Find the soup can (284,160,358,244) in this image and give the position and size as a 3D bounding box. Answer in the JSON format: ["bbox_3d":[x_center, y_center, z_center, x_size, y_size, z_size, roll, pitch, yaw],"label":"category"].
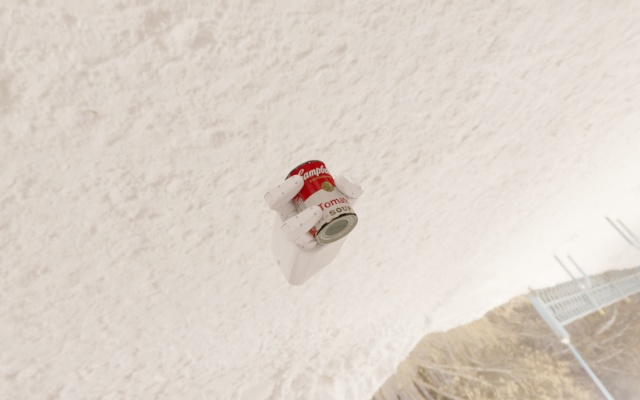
[{"bbox_3d":[0.000,0.002,0.671,0.068,0.102,0.068,-24,-29,-14],"label":"soup can"}]
